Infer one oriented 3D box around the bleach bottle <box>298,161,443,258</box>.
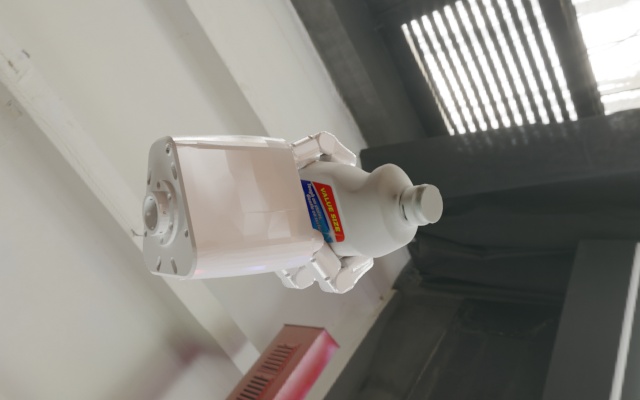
[{"bbox_3d":[0.000,0.002,0.452,0.068,0.102,0.251,-3,-2,-42],"label":"bleach bottle"}]
